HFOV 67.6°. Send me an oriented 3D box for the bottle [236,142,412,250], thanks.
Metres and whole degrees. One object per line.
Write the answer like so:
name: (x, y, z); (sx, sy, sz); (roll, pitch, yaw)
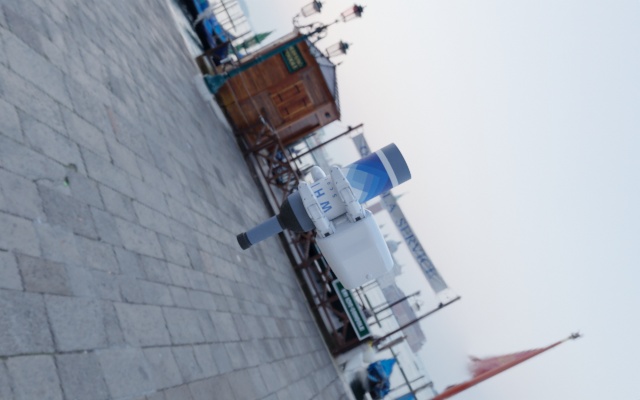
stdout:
bottle: (0.000, 0.002, 0.773); (0.296, 0.069, 0.069); (-27, -1, 2)
